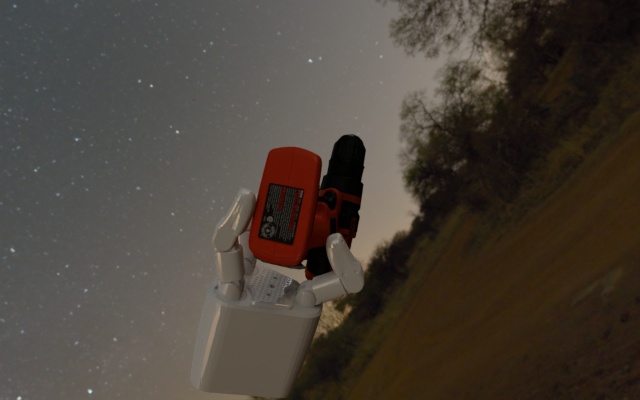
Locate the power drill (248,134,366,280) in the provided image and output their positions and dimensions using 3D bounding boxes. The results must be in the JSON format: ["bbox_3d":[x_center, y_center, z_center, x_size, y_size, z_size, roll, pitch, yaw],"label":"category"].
[{"bbox_3d":[0.000,0.002,0.502,0.057,0.184,0.188,8,-5,21],"label":"power drill"}]
